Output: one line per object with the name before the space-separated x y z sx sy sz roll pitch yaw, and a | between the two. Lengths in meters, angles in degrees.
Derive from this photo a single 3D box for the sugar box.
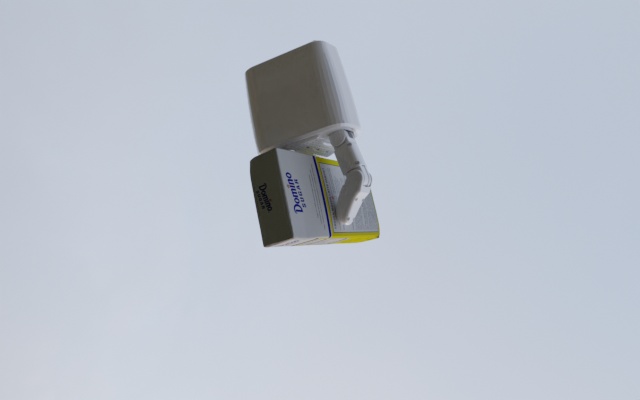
sugar box | 0.000 0.002 0.528 0.048 0.093 0.176 -20 -15 35
